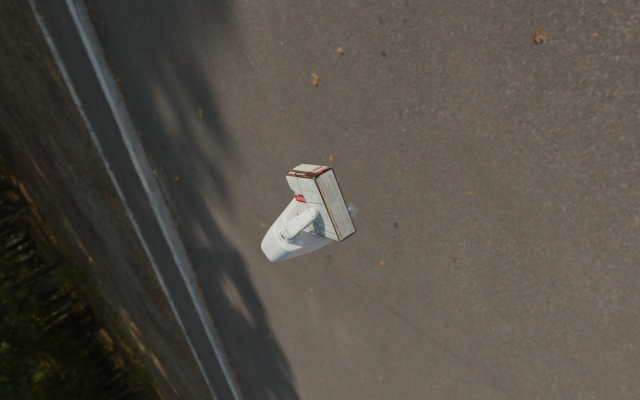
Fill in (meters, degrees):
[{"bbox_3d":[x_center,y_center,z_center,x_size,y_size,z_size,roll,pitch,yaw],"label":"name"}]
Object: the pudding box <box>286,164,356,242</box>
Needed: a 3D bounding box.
[{"bbox_3d":[0.000,0.002,0.731,0.039,0.113,0.090,-34,23,-25],"label":"pudding box"}]
